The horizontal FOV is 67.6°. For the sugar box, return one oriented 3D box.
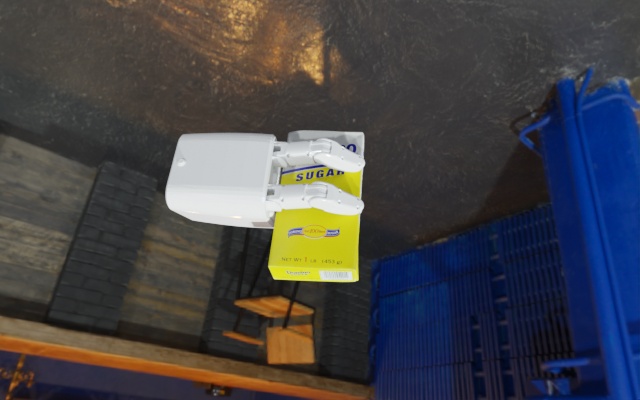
[{"bbox_3d":[0.000,0.002,0.539,0.093,0.176,0.048,2,-27,6],"label":"sugar box"}]
